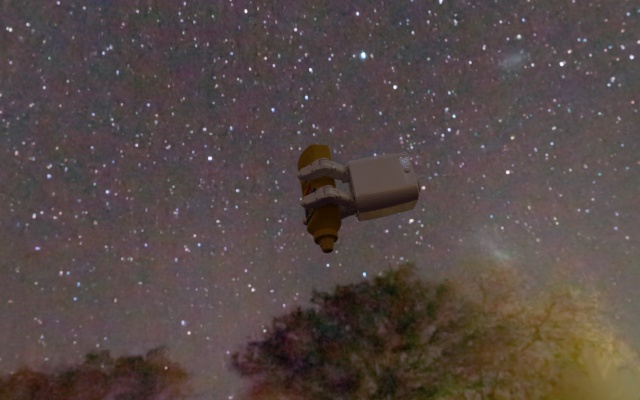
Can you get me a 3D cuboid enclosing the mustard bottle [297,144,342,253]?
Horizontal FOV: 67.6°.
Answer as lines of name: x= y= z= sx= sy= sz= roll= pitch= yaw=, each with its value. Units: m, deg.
mustard bottle: x=0.000 y=0.003 z=0.834 sx=0.058 sy=0.191 sz=0.096 roll=2 pitch=-33 yaw=-19
